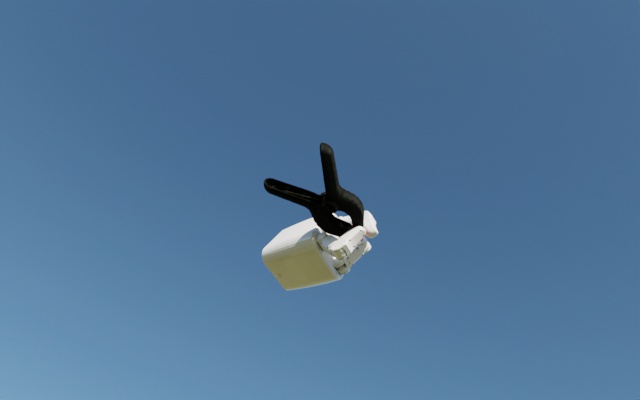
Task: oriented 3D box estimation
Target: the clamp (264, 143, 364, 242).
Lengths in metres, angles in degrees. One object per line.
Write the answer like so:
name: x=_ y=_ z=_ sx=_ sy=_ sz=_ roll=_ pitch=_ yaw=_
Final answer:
clamp: x=0.000 y=0.002 z=0.708 sx=0.120 sy=0.171 sz=0.039 roll=-18 pitch=31 yaw=28
